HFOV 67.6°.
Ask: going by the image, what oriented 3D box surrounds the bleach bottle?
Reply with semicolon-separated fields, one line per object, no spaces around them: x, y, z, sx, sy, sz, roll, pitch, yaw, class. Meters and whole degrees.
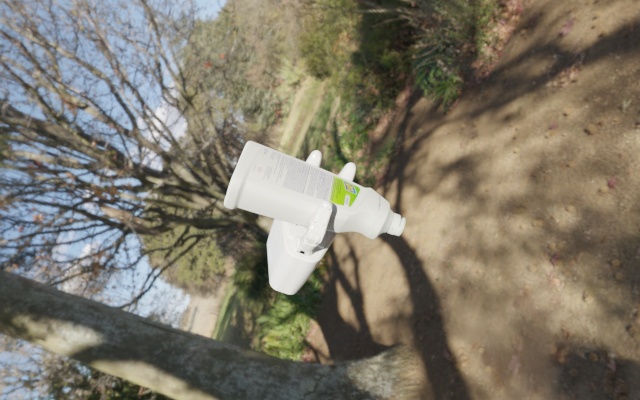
0.000;0.002;0.675;0.251;0.102;0.068;20;-44;-8;bleach bottle
